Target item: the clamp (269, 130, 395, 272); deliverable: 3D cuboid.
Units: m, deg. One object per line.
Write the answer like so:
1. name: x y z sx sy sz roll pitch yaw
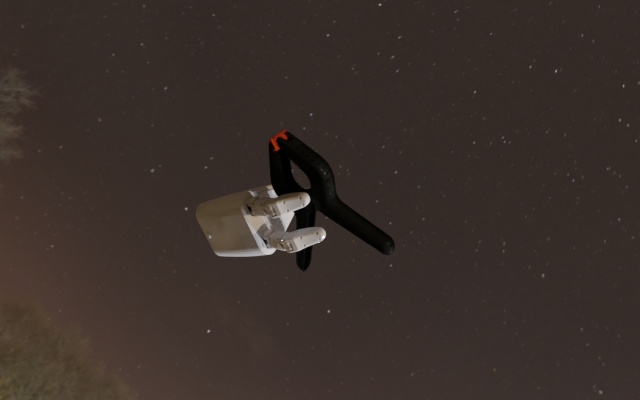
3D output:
1. clamp: 0.000 0.001 0.641 0.164 0.210 0.036 -10 23 34
